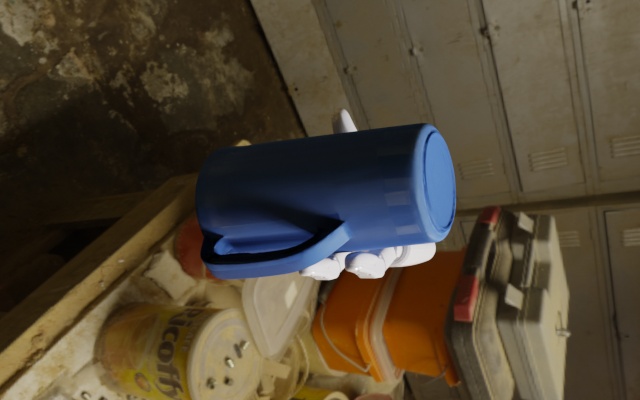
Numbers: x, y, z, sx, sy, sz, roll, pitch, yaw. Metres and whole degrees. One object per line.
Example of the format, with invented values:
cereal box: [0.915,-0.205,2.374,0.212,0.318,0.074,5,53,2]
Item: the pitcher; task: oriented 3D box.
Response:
pitcher: [0.000,0.002,0.477,0.243,0.149,0.145,-6,-10,31]
